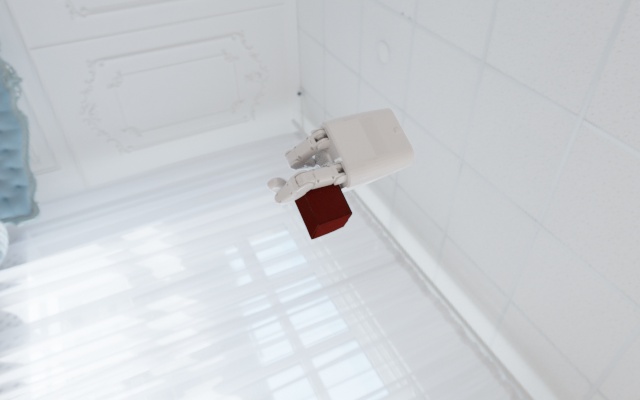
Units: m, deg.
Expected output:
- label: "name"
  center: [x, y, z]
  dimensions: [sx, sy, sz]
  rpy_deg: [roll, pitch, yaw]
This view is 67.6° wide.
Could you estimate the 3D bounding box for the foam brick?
- label: "foam brick"
  center: [0.000, 0.002, 0.637]
  dimensions: [0.051, 0.078, 0.053]
  rpy_deg: [-17, -19, -20]
